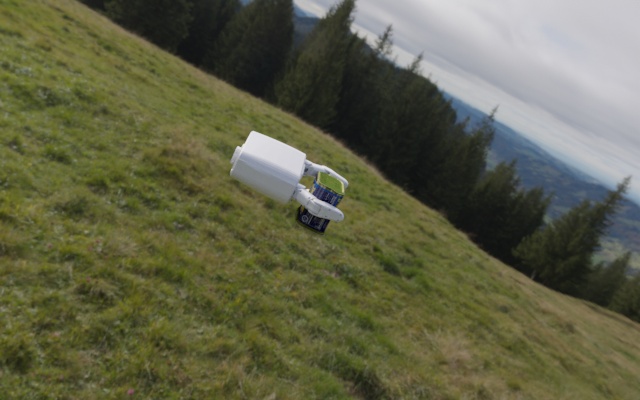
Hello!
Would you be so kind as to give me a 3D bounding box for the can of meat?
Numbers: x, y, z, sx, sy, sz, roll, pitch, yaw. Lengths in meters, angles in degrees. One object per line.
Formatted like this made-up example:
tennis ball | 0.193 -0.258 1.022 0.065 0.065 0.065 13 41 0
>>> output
can of meat | 0.000 0.003 0.833 0.057 0.084 0.102 26 15 -7
